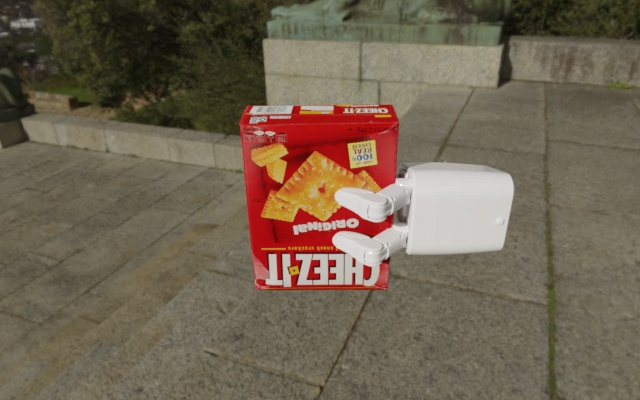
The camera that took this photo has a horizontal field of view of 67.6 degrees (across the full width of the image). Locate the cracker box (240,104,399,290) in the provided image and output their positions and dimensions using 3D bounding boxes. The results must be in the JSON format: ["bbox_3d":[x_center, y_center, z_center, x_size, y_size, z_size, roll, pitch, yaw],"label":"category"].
[{"bbox_3d":[0.000,0.002,0.548,0.164,0.214,0.072,0,28,1],"label":"cracker box"}]
